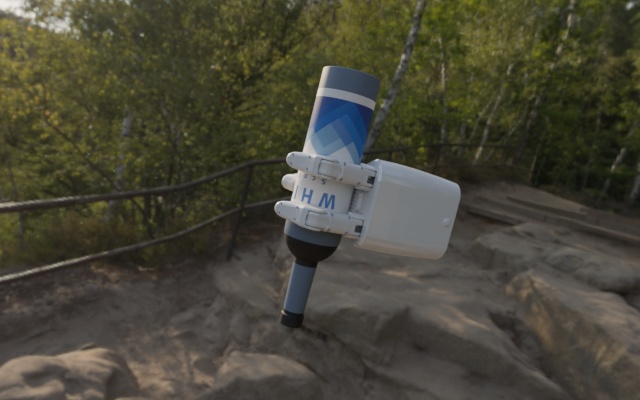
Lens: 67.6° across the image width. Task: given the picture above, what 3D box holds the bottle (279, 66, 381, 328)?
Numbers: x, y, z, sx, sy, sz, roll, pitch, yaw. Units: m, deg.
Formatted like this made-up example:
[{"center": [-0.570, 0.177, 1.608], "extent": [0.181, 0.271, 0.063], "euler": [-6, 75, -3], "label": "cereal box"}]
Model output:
[{"center": [0.000, 0.002, 0.547], "extent": [0.069, 0.296, 0.069], "euler": [14, 4, -1], "label": "bottle"}]
